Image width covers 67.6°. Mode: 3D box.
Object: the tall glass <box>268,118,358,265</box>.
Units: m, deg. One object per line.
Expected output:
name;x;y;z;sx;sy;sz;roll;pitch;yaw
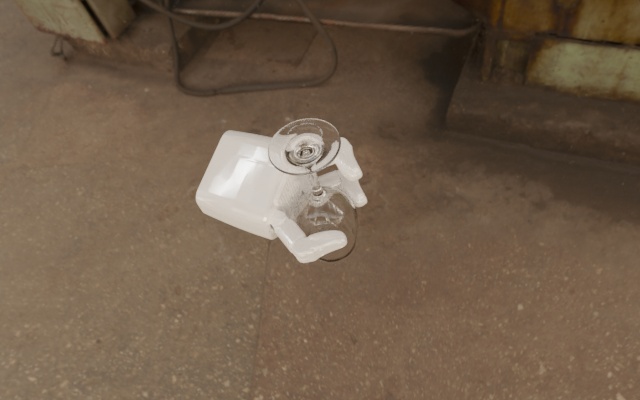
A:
tall glass;0.000;0.002;0.554;0.079;0.079;0.201;0;-35;12
